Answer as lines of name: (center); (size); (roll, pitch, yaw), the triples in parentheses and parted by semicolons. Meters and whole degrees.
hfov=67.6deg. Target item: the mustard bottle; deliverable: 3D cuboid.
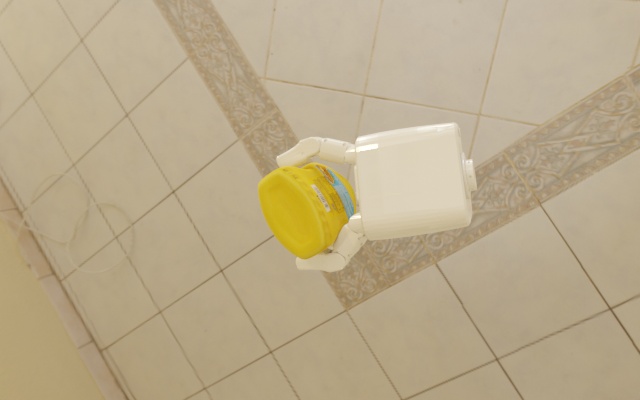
mustard bottle: (0.000, 0.002, 0.565); (0.058, 0.096, 0.191); (-34, -4, 20)
